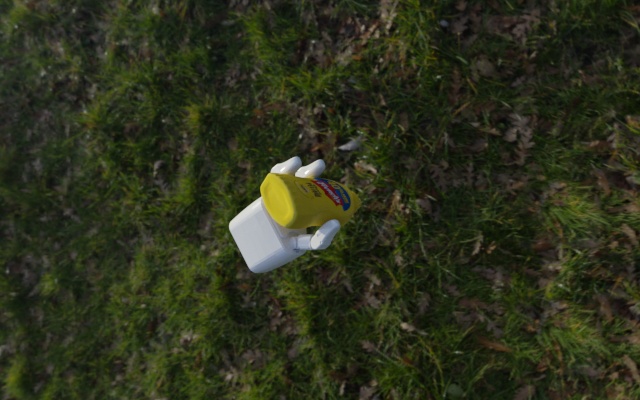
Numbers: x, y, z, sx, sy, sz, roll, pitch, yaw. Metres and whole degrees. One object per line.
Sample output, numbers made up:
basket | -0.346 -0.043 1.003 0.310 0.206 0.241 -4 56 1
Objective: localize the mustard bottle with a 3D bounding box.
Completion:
mustard bottle | 0.000 0.002 0.779 0.191 0.058 0.096 3 40 -46
